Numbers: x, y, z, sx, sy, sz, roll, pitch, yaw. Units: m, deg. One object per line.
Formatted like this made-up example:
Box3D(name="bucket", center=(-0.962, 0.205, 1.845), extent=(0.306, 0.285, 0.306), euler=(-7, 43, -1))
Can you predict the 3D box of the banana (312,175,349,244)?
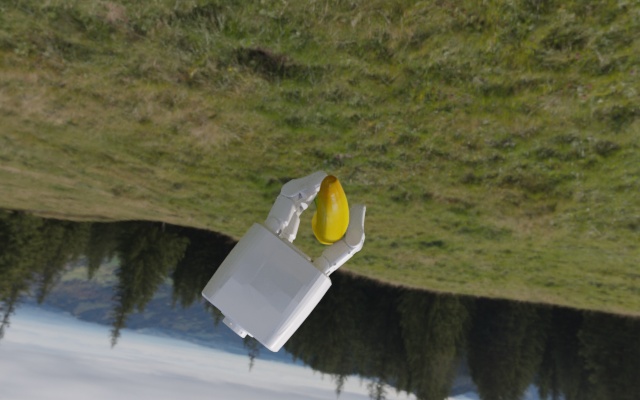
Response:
Box3D(name="banana", center=(0.007, 0.019, 0.581), extent=(0.037, 0.069, 0.198), euler=(-23, -4, -8))
